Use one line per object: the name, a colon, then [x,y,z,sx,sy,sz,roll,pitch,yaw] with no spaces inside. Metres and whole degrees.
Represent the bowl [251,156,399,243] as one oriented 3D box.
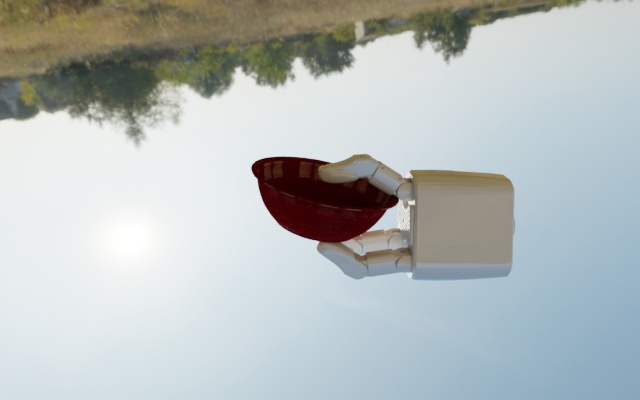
bowl: [-0.001,0.002,0.520,0.162,0.055,0.162,12,19,-4]
